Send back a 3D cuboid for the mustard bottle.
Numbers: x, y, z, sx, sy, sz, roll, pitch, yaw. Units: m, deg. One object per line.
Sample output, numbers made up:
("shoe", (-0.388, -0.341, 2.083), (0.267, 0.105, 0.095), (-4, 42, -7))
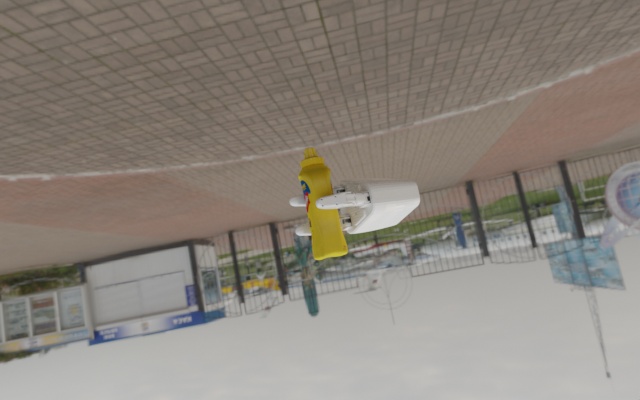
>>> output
("mustard bottle", (0.000, 0.003, 0.816), (0.058, 0.191, 0.096), (-10, -8, -5))
